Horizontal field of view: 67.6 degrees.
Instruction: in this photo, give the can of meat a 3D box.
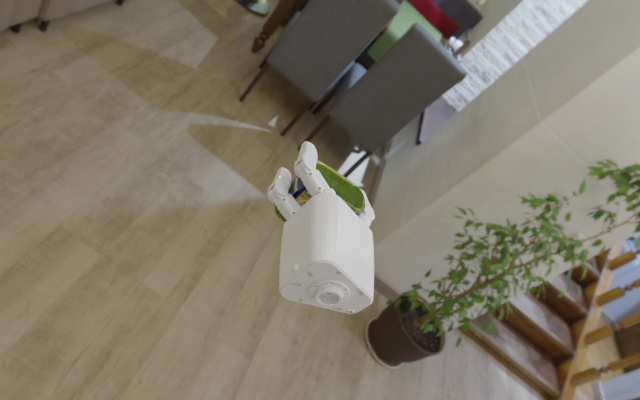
[{"bbox_3d":[0.000,0.002,0.671,0.102,0.057,0.084,32,-51,-22],"label":"can of meat"}]
